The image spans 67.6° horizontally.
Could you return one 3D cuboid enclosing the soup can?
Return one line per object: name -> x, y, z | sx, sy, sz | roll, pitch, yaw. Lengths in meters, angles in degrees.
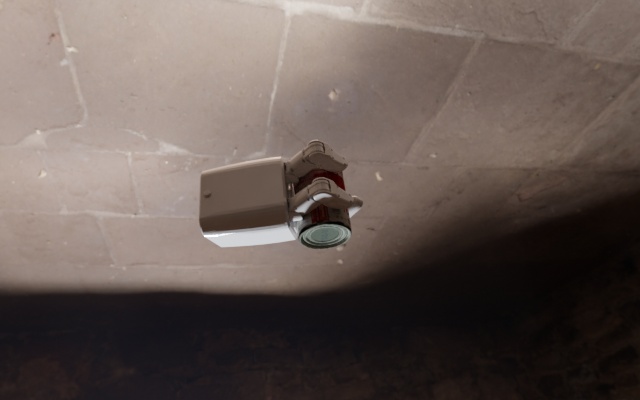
soup can -> 0.001, 0.002, 0.606 | 0.068, 0.102, 0.068 | -5, -32, -3
